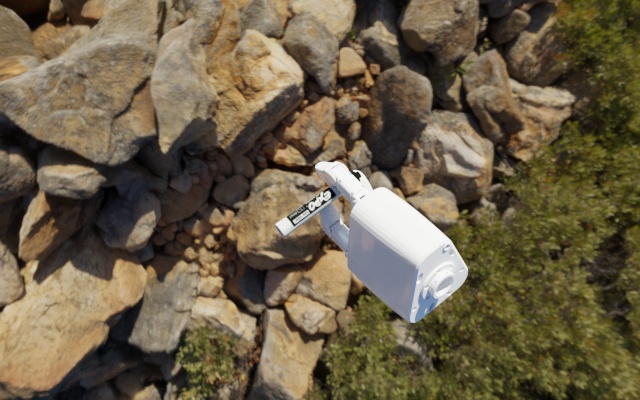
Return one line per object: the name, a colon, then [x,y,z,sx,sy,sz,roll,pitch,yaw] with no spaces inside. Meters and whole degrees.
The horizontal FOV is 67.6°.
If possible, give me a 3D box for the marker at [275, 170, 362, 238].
marker: [0.000,0.002,0.568,0.121,0.020,0.020,-35,10,-15]
